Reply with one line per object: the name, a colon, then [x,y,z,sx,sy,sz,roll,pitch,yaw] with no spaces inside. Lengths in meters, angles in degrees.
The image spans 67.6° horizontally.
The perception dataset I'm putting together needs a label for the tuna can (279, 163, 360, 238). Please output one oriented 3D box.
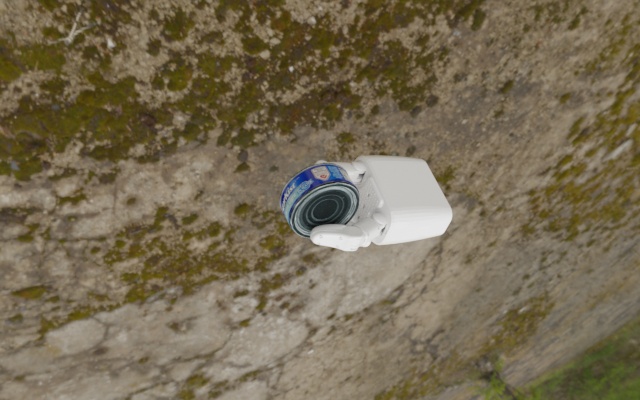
tuna can: [0.000,0.002,0.530,0.086,0.086,0.033,0,41,-30]
